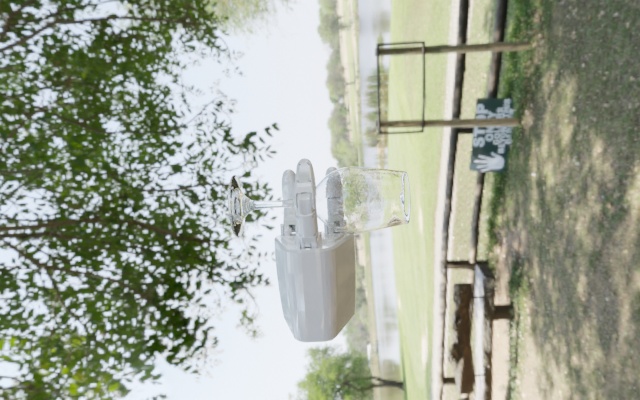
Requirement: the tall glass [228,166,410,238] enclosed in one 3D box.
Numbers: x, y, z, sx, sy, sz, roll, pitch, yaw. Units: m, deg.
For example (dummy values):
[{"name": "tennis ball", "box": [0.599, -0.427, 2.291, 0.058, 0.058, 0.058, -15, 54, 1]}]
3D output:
[{"name": "tall glass", "box": [-0.001, 0.002, 0.556, 0.201, 0.079, 0.079, -3, 0, 4]}]
